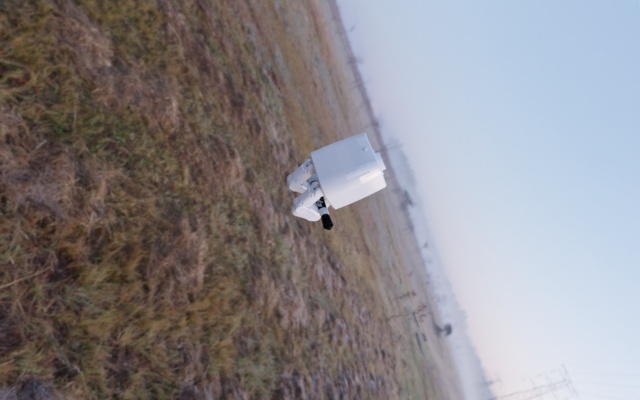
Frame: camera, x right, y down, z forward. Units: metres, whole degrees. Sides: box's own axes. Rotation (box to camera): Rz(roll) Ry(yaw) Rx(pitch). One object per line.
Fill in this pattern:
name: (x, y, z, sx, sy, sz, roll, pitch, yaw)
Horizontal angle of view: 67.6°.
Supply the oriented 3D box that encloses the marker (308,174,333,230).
marker: (0.000, 0.003, 0.876, 0.020, 0.121, 0.020, -12, -35, -9)
